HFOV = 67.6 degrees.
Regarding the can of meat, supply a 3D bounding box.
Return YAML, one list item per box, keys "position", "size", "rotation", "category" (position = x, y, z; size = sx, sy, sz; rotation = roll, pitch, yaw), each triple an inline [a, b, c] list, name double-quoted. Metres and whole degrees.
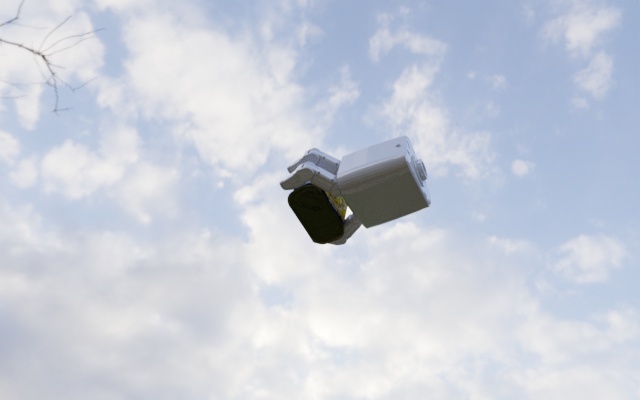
- position: [0.000, 0.002, 0.745]
  size: [0.057, 0.102, 0.084]
  rotation: [-23, 24, 22]
  category: "can of meat"
